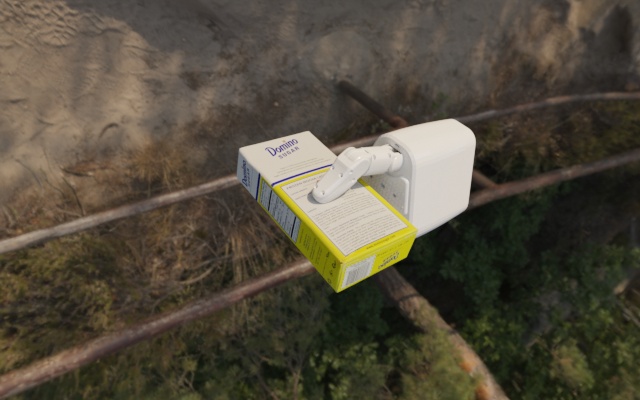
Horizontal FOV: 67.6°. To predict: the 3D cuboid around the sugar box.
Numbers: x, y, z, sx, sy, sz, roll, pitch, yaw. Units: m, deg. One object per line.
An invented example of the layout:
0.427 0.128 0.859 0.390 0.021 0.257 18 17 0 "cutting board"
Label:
0.000 0.002 0.475 0.093 0.048 0.176 -19 48 -33 "sugar box"
